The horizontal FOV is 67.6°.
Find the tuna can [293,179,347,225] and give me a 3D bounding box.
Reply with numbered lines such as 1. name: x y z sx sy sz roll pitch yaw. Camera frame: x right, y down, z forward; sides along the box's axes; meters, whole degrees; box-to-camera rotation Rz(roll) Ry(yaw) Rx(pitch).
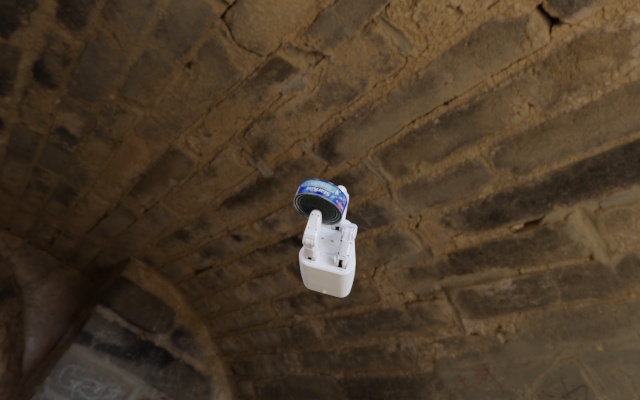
1. tuna can: 0.000 0.002 0.785 0.086 0.033 0.086 17 -31 10
